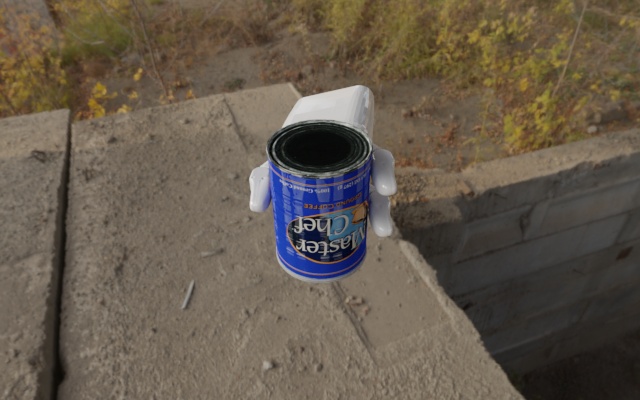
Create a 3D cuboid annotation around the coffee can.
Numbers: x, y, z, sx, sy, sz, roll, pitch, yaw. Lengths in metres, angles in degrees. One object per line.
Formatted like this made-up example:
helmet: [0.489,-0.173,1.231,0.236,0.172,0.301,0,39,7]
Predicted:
coffee can: [0.000,0.002,0.499,0.103,0.140,0.102,-1,39,1]
